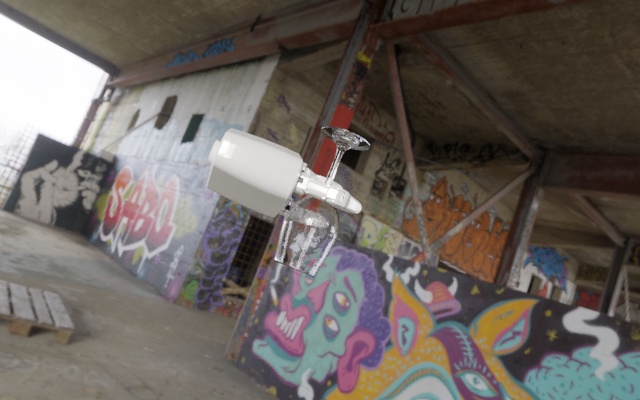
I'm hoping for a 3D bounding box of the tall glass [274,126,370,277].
[{"bbox_3d":[0.000,0.002,0.668,0.079,0.201,0.079,21,-8,3],"label":"tall glass"}]
